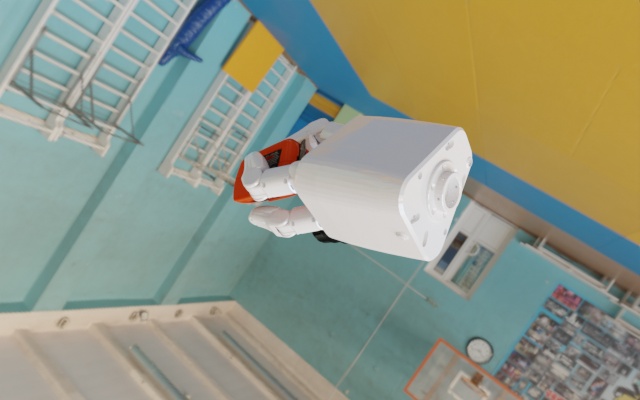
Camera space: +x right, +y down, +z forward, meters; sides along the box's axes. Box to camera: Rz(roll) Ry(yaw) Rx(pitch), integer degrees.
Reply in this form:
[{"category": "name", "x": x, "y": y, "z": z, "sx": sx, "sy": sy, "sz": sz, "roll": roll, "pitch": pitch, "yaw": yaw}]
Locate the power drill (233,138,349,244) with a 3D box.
[{"category": "power drill", "x": 0.000, "y": 0.002, "z": 0.544, "sx": 0.188, "sy": 0.057, "sz": 0.184, "roll": 22, "pitch": -24, "yaw": -34}]
